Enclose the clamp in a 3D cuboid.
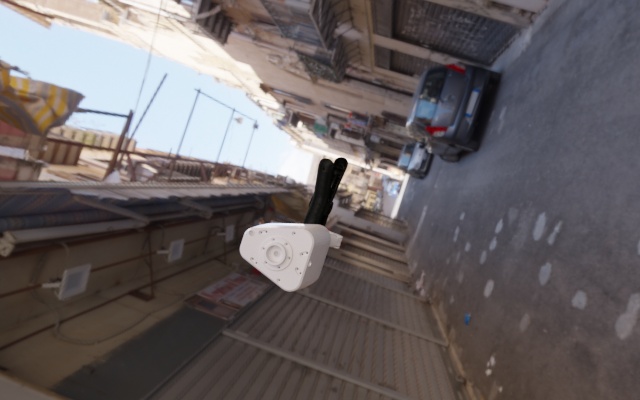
[{"bbox_3d":[0.000,0.003,0.795,0.039,0.171,0.120,19,2,19],"label":"clamp"}]
